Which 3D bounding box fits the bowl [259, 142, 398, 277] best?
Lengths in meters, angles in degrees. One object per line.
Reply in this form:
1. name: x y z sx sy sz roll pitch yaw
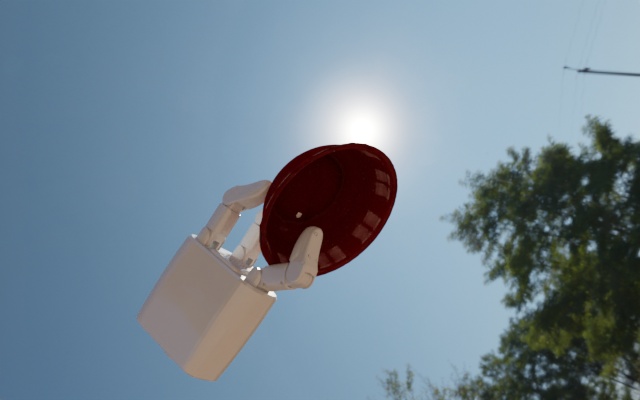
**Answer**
1. bowl: 0.001 0.001 0.498 0.162 0.162 0.055 0 32 -36
